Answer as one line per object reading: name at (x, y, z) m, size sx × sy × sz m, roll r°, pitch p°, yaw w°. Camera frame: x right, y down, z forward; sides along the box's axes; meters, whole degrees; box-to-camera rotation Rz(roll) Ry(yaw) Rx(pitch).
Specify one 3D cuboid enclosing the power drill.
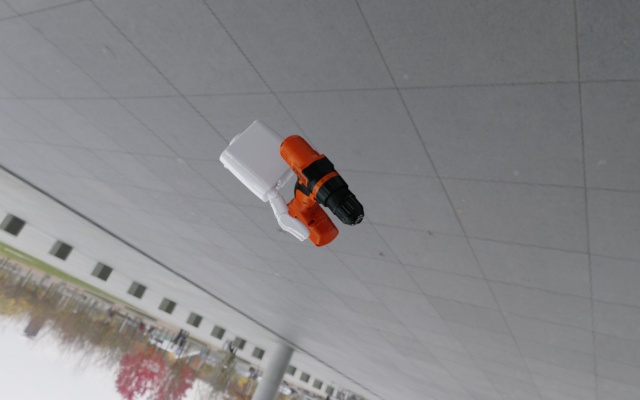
power drill at (0.000, 0.003, 0.797) m, size 0.057 × 0.184 × 0.188 m, roll -30°, pitch -25°, yaw -21°
